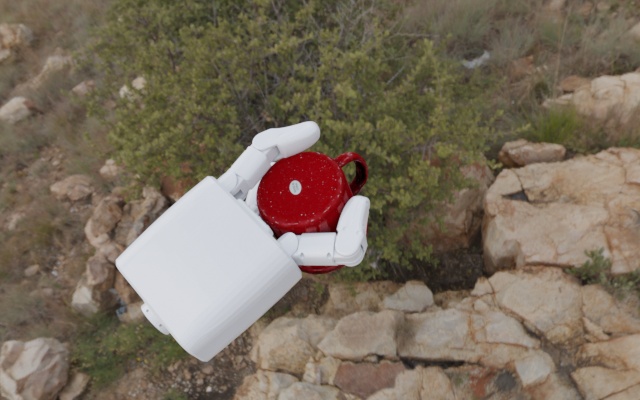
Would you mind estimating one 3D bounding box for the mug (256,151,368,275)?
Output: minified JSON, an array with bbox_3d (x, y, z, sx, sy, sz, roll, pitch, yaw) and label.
[{"bbox_3d":[0.001,0.000,0.443,0.093,0.117,0.081,41,-14,34],"label":"mug"}]
